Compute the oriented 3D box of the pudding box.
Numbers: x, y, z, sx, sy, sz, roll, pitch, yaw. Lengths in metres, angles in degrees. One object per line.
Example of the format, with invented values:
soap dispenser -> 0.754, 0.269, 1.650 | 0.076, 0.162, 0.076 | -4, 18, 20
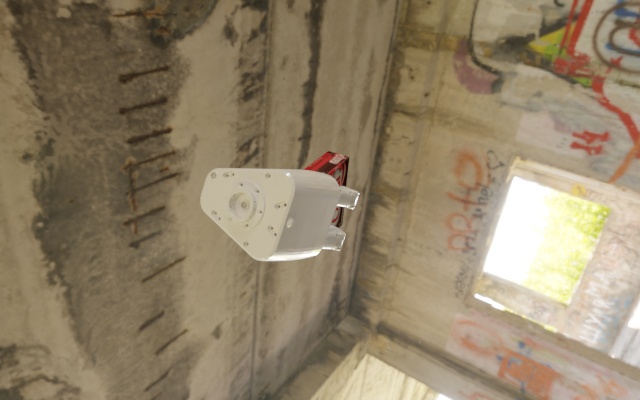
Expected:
pudding box -> 0.000, 0.002, 0.636 | 0.039, 0.114, 0.090 | 21, 35, 22
